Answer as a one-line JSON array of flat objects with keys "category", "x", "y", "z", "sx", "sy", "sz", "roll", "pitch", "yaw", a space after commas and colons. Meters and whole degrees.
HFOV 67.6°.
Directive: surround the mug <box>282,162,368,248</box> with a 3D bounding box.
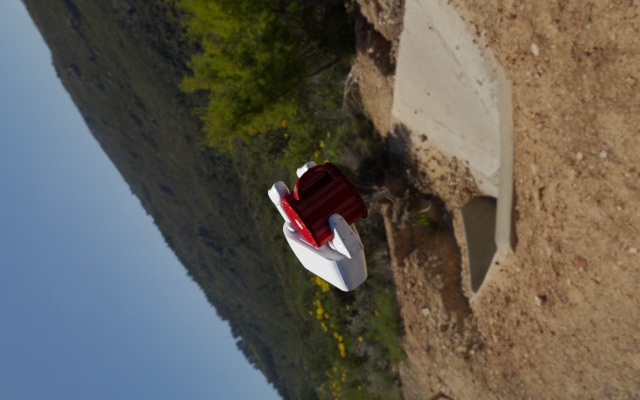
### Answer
[{"category": "mug", "x": 0.000, "y": 0.001, "z": 0.627, "sx": 0.081, "sy": 0.117, "sz": 0.093, "roll": -36, "pitch": 52, "yaw": -11}]
